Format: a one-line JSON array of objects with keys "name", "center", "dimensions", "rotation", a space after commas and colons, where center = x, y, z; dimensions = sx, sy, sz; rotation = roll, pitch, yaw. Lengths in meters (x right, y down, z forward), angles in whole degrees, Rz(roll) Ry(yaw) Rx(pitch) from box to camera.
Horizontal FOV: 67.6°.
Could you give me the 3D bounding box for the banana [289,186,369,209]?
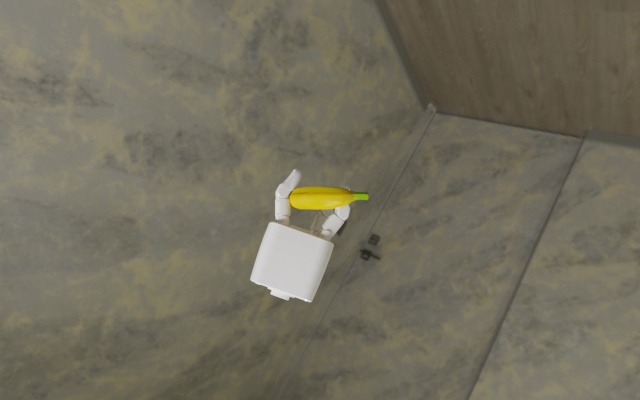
[{"name": "banana", "center": [-0.012, -0.001, 0.805], "dimensions": [0.069, 0.037, 0.198], "rotation": [16, -10, -39]}]
